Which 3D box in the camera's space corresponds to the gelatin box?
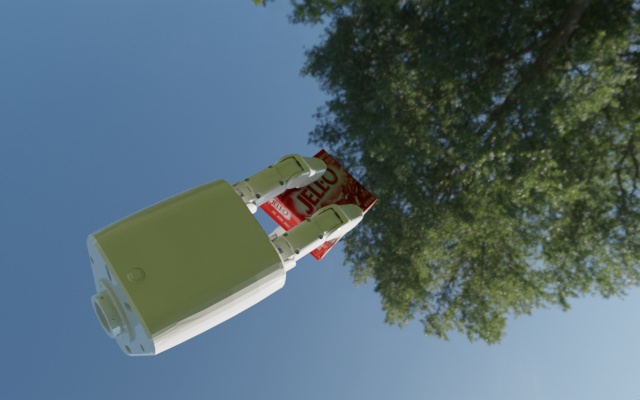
[{"bbox_3d":[0.000,0.002,0.441,0.089,0.073,0.030,-41,-7,-44],"label":"gelatin box"}]
